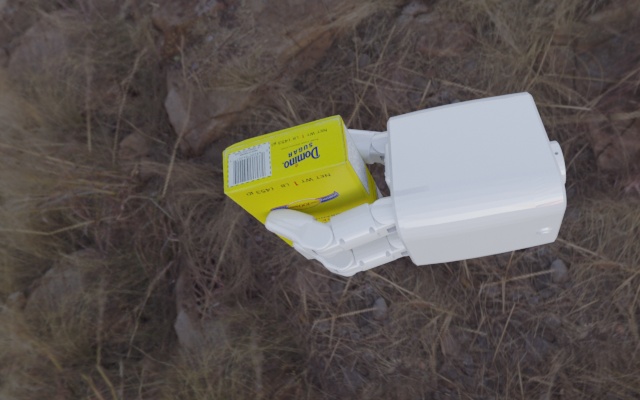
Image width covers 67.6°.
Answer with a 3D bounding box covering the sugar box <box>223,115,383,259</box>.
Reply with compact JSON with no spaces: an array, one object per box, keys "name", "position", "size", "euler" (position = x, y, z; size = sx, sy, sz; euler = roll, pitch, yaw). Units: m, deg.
[{"name":"sugar box","position":[0.000,0.002,0.405],"size":[0.093,0.048,0.176],"euler":[-13,-28,15]}]
